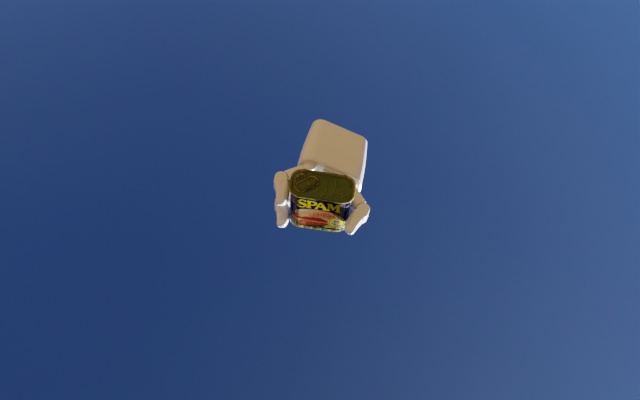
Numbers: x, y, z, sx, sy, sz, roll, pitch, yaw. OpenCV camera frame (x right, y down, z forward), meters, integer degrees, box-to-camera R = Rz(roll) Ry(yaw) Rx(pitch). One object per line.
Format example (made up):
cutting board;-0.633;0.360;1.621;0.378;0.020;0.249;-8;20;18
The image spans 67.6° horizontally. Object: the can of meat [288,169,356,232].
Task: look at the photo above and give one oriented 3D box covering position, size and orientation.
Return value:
can of meat;0.000;0.003;0.764;0.102;0.057;0.084;8;-39;1
